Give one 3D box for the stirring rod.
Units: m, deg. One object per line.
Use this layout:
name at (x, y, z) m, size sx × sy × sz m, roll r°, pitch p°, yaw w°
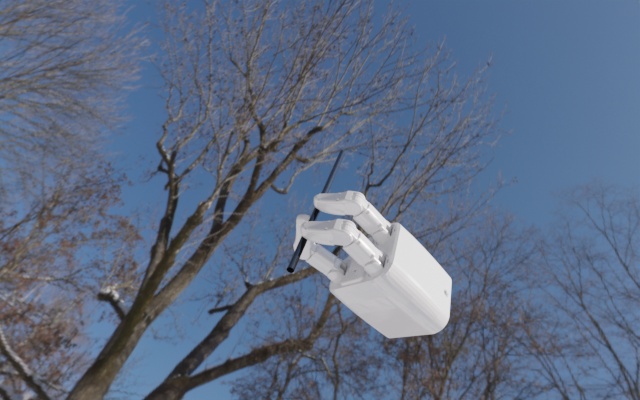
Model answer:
stirring rod at (0.000, 0.002, 0.583) m, size 0.011 × 0.011 × 0.239 m, roll 0°, pitch 35°, yaw 18°
